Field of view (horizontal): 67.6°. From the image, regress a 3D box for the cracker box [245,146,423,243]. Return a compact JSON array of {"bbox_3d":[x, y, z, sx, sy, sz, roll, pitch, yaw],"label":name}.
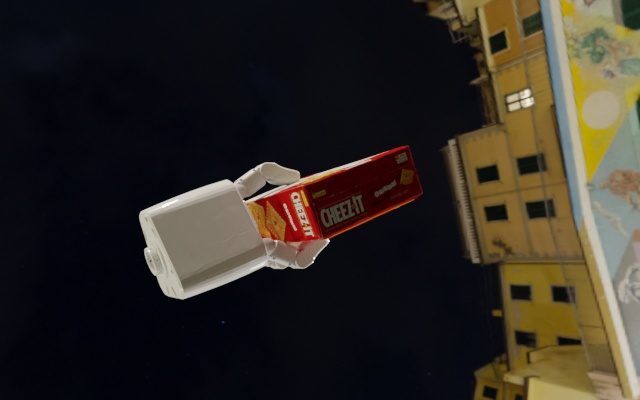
[{"bbox_3d":[0.000,0.002,0.629,0.164,0.072,0.214,-23,6,-32],"label":"cracker box"}]
